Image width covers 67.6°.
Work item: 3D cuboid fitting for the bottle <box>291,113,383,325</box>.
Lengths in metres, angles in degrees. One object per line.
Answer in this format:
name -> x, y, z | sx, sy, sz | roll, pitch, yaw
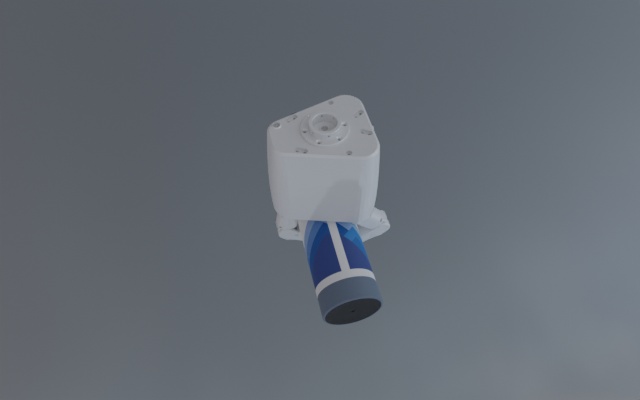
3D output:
bottle -> 0.000, 0.002, 0.589 | 0.069, 0.295, 0.069 | -11, -35, -8
